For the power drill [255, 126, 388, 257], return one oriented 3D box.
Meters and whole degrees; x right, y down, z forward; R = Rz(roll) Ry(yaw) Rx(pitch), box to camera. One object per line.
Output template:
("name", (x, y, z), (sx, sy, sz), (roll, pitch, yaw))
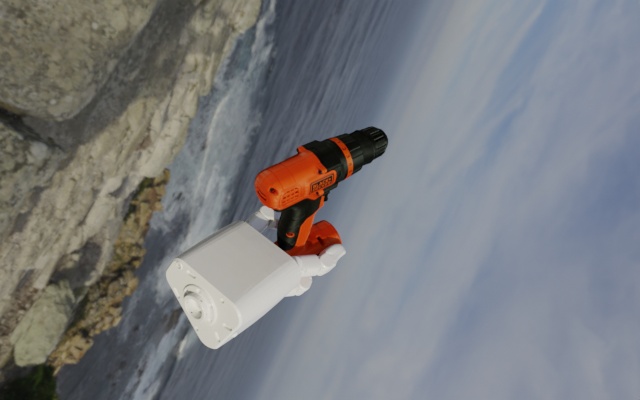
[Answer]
("power drill", (0.000, 0.002, 0.607), (0.184, 0.188, 0.057), (-25, 53, -28))
